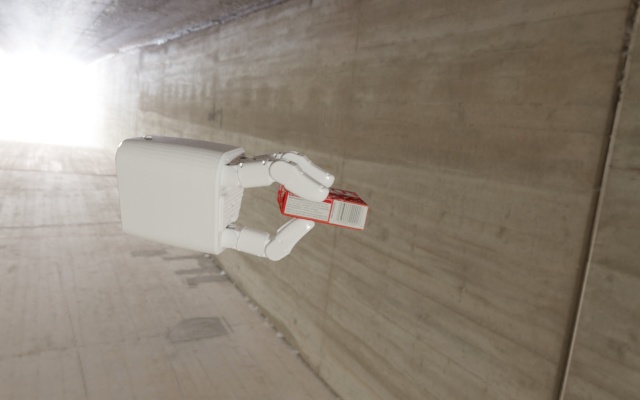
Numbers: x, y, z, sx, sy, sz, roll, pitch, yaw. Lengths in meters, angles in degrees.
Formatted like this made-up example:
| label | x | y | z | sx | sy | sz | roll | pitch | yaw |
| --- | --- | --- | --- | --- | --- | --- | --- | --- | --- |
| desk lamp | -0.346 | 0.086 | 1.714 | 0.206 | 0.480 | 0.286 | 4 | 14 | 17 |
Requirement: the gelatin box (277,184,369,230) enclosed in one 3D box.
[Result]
| label | x | y | z | sx | sy | sz | roll | pitch | yaw |
| --- | --- | --- | --- | --- | --- | --- | --- | --- | --- |
| gelatin box | 0.000 | 0.002 | 0.508 | 0.089 | 0.030 | 0.073 | 12 | 10 | -9 |
